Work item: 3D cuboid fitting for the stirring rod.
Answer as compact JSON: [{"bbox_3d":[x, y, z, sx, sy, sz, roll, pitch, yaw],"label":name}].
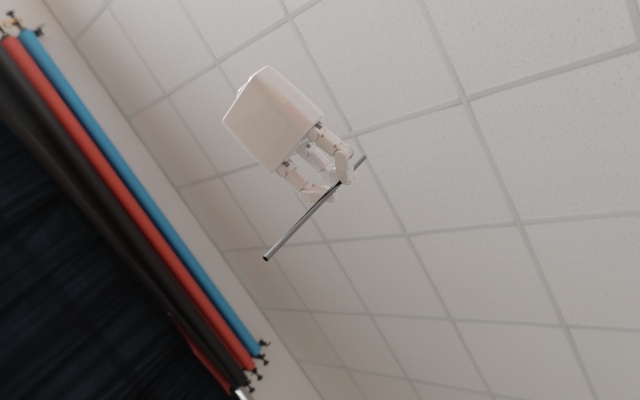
[{"bbox_3d":[0.000,0.002,0.643,0.011,0.011,0.239,0,34,41],"label":"stirring rod"}]
